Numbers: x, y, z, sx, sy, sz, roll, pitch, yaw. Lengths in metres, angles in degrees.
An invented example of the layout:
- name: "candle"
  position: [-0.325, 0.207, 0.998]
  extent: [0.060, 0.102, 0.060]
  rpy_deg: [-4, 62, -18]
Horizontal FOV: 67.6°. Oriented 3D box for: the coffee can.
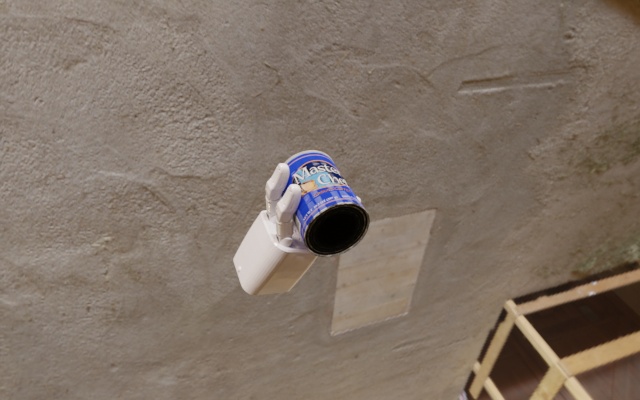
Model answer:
- name: "coffee can"
  position: [0.000, 0.002, 0.735]
  extent: [0.103, 0.103, 0.140]
  rpy_deg: [0, 37, -26]
